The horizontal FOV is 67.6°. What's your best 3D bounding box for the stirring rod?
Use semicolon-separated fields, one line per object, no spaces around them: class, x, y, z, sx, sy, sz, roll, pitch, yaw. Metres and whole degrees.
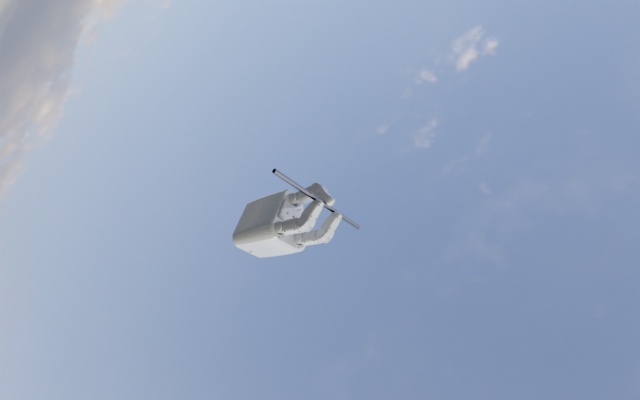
stirring rod;0.000;0.003;0.822;0.011;0.011;0.240;0;-24;41
